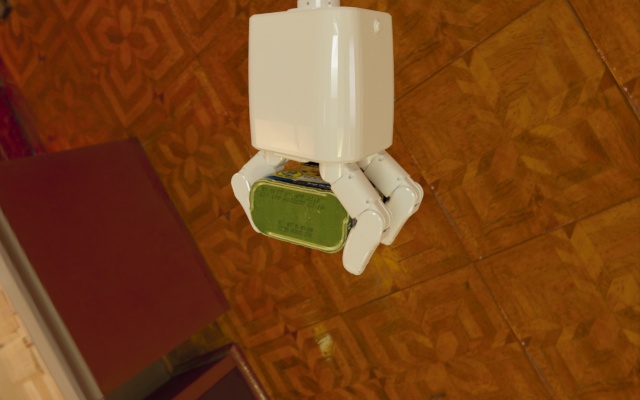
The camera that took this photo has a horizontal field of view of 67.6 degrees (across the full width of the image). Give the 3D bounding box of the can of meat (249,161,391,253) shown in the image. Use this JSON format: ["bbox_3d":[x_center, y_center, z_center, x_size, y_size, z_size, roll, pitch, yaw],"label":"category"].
[{"bbox_3d":[0.000,0.002,0.422,0.102,0.057,0.084,11,20,28],"label":"can of meat"}]
